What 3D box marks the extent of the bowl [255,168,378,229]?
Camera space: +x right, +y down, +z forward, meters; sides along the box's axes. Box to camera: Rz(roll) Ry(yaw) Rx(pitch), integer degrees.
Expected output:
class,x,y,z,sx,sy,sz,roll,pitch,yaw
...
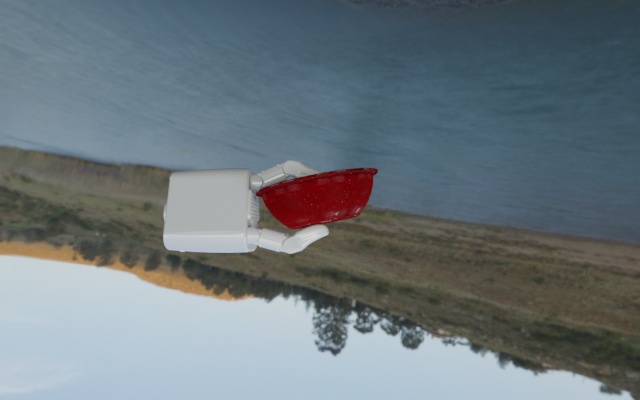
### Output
class,x,y,z,sx,sy,sz,roll,pitch,yaw
bowl,0.001,0.002,0.617,0.162,0.055,0.162,-11,-5,-1
